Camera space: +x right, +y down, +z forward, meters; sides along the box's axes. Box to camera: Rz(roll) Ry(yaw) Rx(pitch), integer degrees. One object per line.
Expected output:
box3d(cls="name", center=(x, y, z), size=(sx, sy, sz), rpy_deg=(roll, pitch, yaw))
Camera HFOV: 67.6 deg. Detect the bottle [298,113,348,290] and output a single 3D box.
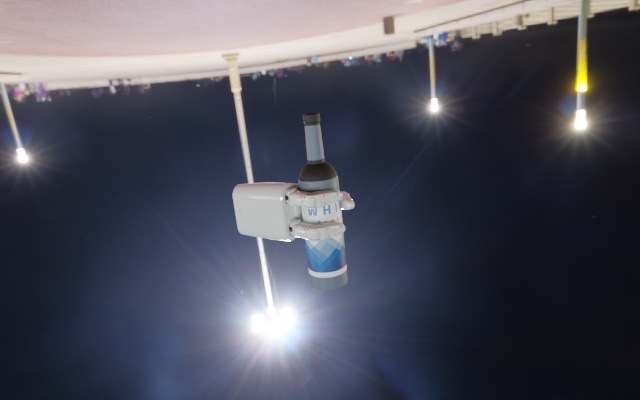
box3d(cls="bottle", center=(0.000, 0.003, 0.800), size=(0.069, 0.296, 0.069), rpy_deg=(-6, 16, 2))
